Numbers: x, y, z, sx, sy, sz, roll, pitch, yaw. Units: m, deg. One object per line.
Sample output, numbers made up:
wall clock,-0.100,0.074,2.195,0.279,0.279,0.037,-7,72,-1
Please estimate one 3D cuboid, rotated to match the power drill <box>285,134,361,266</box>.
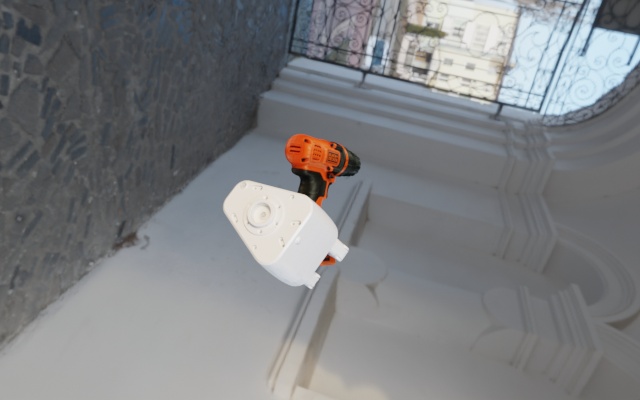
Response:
power drill,0.000,0.003,0.724,0.057,0.187,0.184,7,0,32
